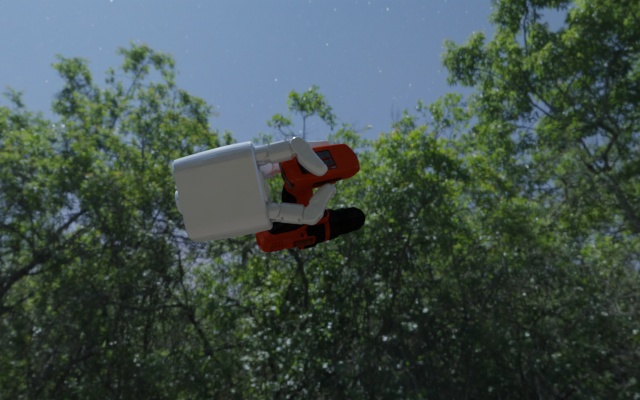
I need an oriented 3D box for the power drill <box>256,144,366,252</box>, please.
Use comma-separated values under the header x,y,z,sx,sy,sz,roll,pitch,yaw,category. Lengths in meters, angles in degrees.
x,y,z,sx,sy,sz,roll,pitch,yaw,category
0.000,0.002,0.708,0.184,0.057,0.188,-13,-36,-22,power drill
